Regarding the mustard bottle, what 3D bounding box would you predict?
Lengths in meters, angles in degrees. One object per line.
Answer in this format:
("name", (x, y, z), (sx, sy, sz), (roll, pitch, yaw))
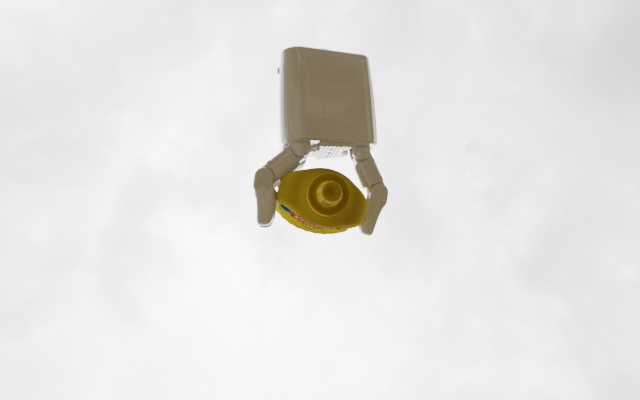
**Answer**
("mustard bottle", (0.000, 0.002, 0.522), (0.096, 0.058, 0.191), (20, -8, -4))
